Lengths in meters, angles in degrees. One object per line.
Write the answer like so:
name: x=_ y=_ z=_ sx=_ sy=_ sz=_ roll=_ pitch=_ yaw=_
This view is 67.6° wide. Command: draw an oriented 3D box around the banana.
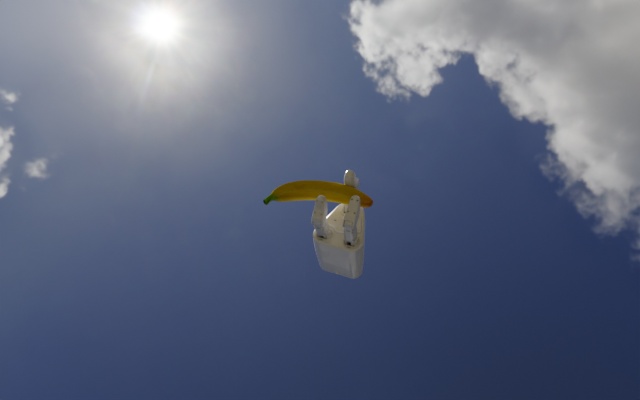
banana: x=-0.004 y=-0.010 z=0.885 sx=0.198 sy=0.037 sz=0.069 roll=0 pitch=42 yaw=-1
